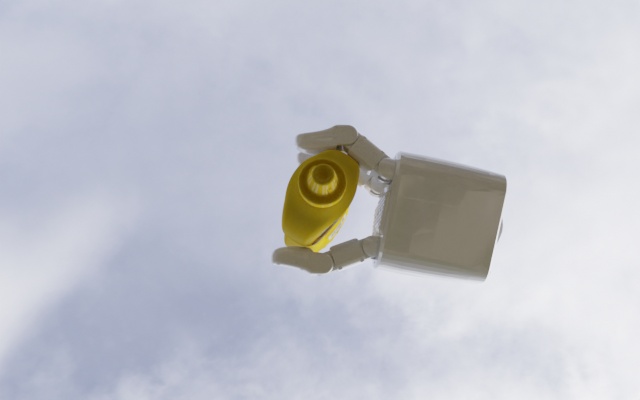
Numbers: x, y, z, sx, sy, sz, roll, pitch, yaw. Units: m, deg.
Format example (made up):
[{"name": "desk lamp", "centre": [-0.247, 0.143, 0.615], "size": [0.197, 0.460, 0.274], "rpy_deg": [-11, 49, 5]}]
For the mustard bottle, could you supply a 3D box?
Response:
[{"name": "mustard bottle", "centre": [0.000, 0.001, 0.469], "size": [0.058, 0.096, 0.192], "rpy_deg": [35, -12, 6]}]
